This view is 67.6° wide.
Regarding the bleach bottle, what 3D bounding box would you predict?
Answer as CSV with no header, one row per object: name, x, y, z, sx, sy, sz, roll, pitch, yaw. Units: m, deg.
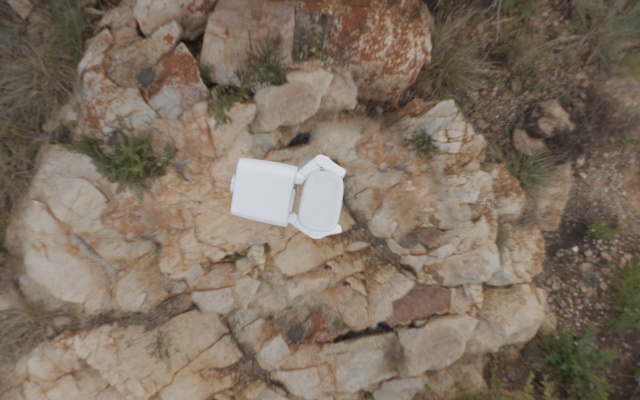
bleach bottle,0.000,0.003,0.893,0.068,0.102,0.251,11,-2,0
